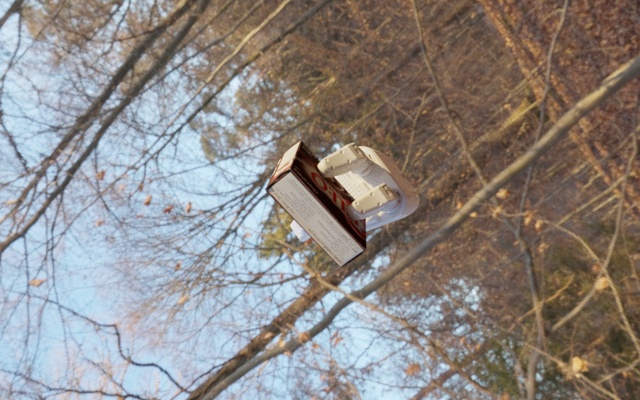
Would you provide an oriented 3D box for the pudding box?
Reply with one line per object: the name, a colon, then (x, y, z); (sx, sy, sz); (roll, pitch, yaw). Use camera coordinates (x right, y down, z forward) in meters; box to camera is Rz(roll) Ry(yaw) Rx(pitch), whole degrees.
pudding box: (0.000, 0.002, 0.487); (0.039, 0.113, 0.090); (-40, 15, 18)
